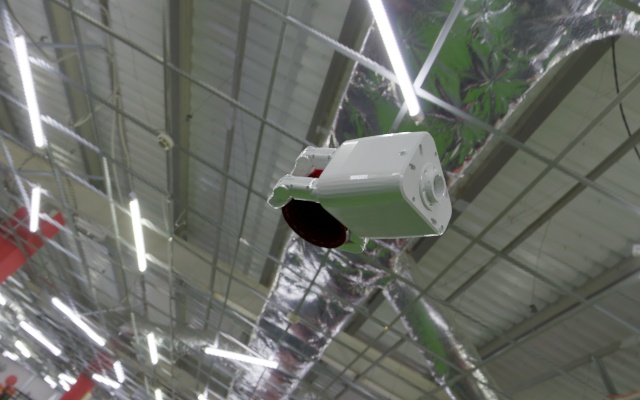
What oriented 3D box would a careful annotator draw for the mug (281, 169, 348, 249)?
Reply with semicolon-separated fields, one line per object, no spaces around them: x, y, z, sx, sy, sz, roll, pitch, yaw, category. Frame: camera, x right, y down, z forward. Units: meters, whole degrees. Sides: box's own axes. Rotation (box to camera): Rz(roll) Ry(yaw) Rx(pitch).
-0.001;0.002;0.632;0.117;0.093;0.081;-2;40;40;mug
